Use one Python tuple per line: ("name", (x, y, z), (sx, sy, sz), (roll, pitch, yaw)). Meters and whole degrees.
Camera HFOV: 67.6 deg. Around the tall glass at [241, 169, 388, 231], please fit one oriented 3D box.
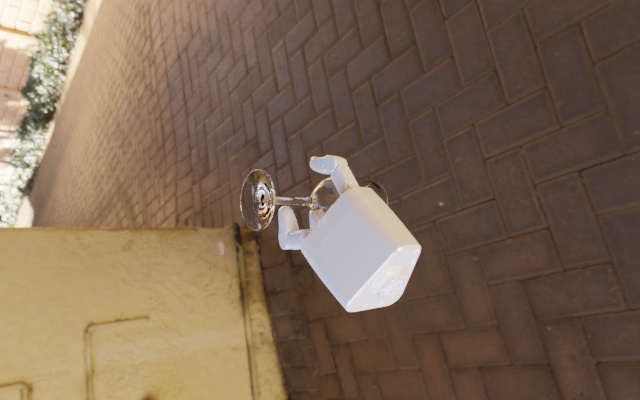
("tall glass", (0.000, 0.002, 0.634), (0.201, 0.079, 0.079), (1, -1, -40))
